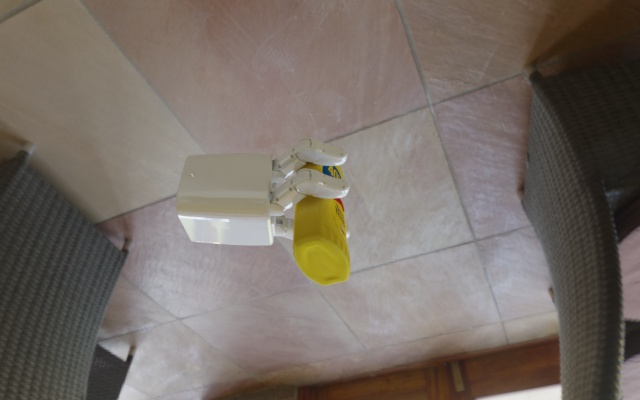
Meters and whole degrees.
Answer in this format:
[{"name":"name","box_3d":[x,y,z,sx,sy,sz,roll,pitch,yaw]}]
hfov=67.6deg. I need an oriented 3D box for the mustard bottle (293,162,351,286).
[{"name":"mustard bottle","box_3d":[0.000,0.002,0.593,0.058,0.191,0.096,-16,-45,15]}]
